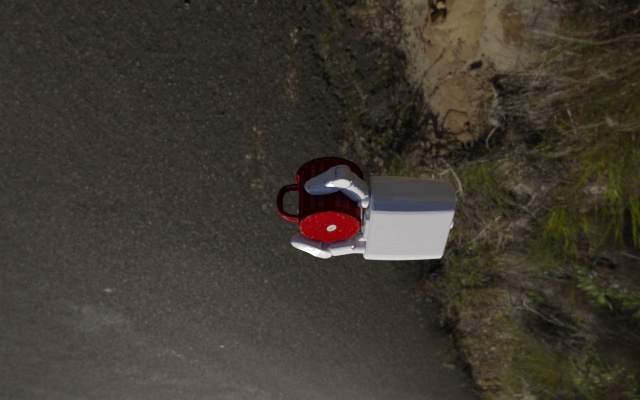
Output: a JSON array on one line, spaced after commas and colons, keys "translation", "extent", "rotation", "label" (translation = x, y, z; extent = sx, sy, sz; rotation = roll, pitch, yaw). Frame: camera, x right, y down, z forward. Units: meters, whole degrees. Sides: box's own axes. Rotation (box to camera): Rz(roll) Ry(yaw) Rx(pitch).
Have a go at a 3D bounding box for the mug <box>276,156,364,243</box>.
[{"translation": [-0.001, 0.002, 0.631], "extent": [0.117, 0.081, 0.093], "rotation": [1, -35, -1], "label": "mug"}]
